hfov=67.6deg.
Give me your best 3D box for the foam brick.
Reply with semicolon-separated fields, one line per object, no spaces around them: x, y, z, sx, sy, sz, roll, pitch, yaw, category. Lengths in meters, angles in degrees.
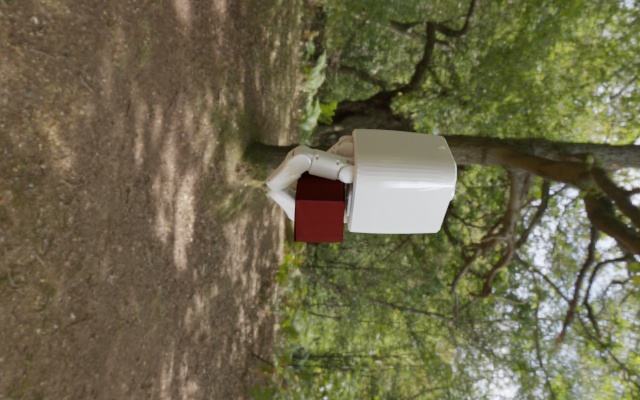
0.000;0.002;0.510;0.051;0.053;0.078;3;33;0;foam brick
